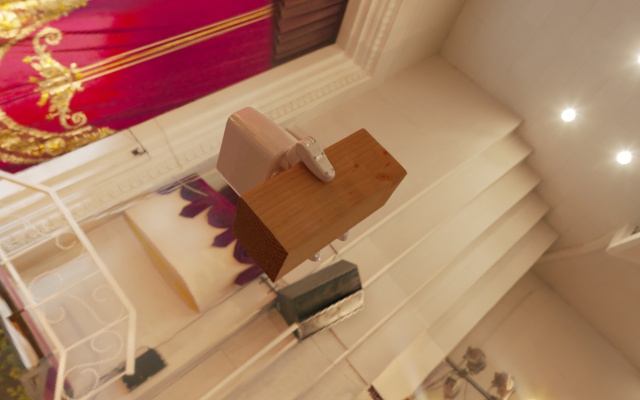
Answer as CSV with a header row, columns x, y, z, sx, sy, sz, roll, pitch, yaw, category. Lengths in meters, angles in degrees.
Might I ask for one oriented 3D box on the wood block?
x,y,z,sx,sy,sz,roll,pitch,yaw,category
0.000,0.001,0.613,0.206,0.090,0.091,-33,-18,-31,wood block
